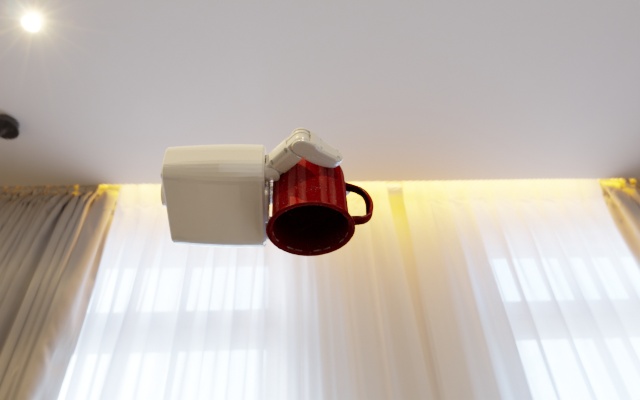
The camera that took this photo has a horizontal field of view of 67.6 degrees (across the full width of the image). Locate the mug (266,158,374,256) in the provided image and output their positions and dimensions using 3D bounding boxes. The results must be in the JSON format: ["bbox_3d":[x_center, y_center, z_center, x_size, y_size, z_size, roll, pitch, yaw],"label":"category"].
[{"bbox_3d":[0.002,0.002,0.523,0.117,0.081,0.093,0,-41,-4],"label":"mug"}]
